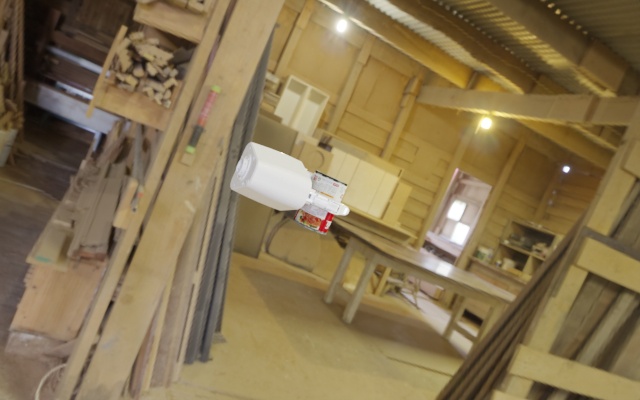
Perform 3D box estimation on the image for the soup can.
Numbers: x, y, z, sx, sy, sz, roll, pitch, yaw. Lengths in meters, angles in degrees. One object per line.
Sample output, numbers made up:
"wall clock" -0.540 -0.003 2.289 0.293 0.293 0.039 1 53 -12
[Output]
"soup can" 0.001 0.003 0.887 0.068 0.102 0.068 24 4 -2
